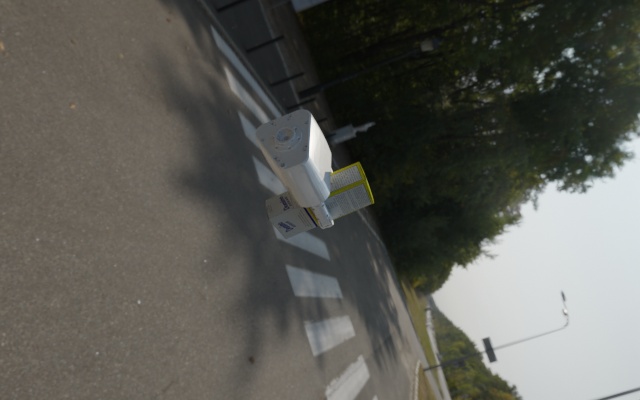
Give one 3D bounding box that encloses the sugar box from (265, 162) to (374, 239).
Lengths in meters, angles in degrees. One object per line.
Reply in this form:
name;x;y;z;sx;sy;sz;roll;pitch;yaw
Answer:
sugar box;0.000;0.002;0.830;0.176;0.048;0.093;-20;-31;6
